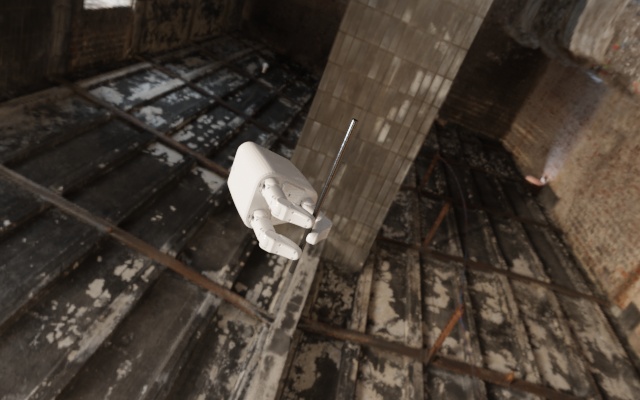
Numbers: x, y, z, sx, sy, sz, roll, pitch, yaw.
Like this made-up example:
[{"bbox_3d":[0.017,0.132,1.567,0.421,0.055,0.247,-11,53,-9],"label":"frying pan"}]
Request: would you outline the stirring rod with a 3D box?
[{"bbox_3d":[0.000,0.002,0.632,0.011,0.240,0.011,18,26,-9],"label":"stirring rod"}]
